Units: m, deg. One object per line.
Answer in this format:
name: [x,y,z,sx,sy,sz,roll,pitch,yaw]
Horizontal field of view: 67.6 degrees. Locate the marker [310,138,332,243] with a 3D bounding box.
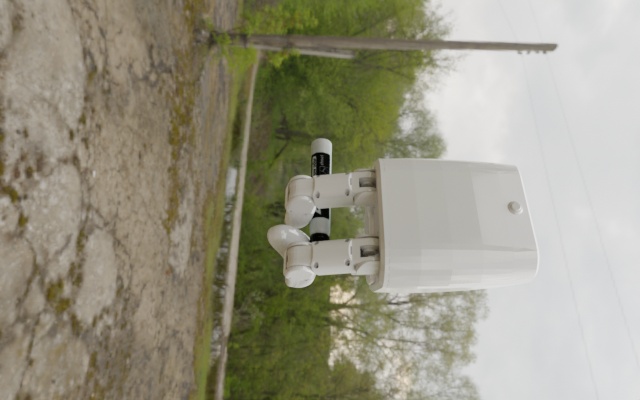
marker: [0.000,0.001,0.404,0.020,0.121,0.020,1,-29,0]
